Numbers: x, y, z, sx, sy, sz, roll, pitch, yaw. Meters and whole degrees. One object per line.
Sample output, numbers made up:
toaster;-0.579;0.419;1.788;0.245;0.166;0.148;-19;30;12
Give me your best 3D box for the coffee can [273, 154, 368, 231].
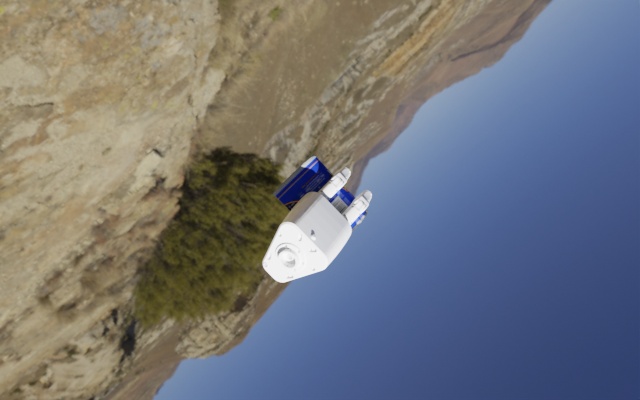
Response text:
coffee can;0.000;0.003;0.850;0.103;0.140;0.103;-44;3;3
